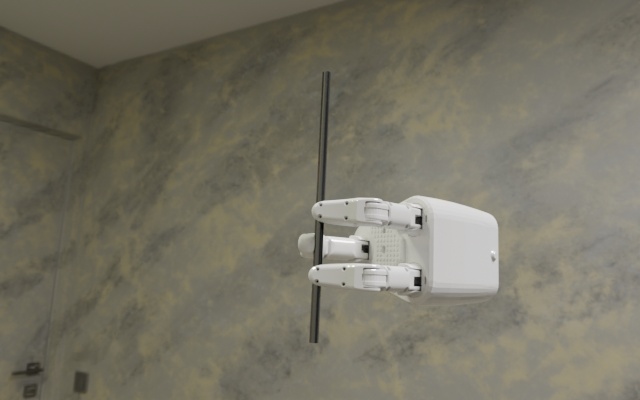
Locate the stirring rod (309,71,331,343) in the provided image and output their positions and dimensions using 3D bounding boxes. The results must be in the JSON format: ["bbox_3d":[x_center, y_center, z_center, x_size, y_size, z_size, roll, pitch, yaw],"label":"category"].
[{"bbox_3d":[0.000,0.001,0.422,0.011,0.239,0.011,3,-9,0],"label":"stirring rod"}]
